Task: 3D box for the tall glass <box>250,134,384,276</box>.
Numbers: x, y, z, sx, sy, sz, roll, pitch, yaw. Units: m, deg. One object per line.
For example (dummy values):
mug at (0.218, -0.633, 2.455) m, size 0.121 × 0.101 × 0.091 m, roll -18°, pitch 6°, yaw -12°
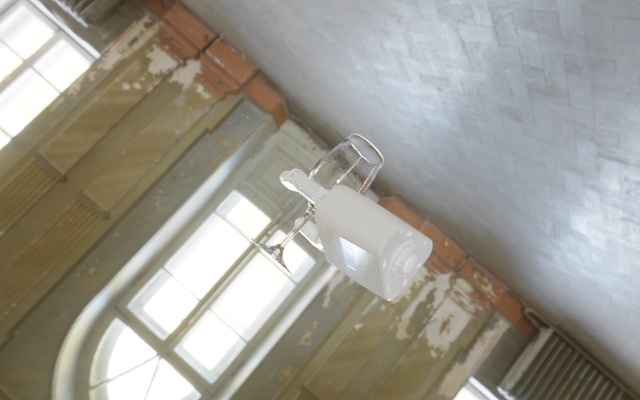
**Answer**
tall glass at (0.000, 0.003, 0.645) m, size 0.079 × 0.201 × 0.079 m, roll 39°, pitch -11°, yaw 9°
